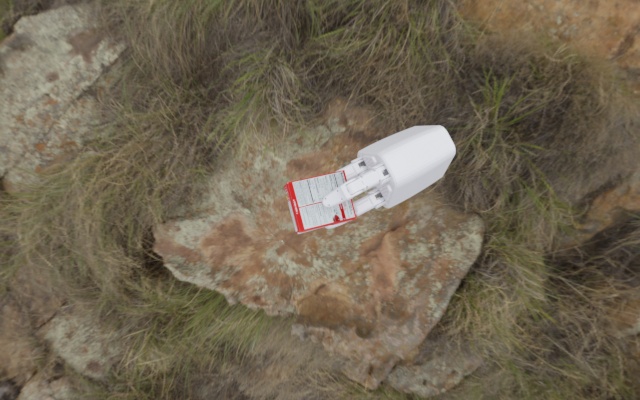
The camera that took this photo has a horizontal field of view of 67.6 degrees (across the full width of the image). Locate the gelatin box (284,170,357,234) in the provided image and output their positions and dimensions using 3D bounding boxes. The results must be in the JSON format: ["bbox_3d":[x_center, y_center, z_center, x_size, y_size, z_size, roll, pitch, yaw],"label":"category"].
[{"bbox_3d":[0.000,0.002,0.680,0.089,0.073,0.030,-13,-6,-15],"label":"gelatin box"}]
